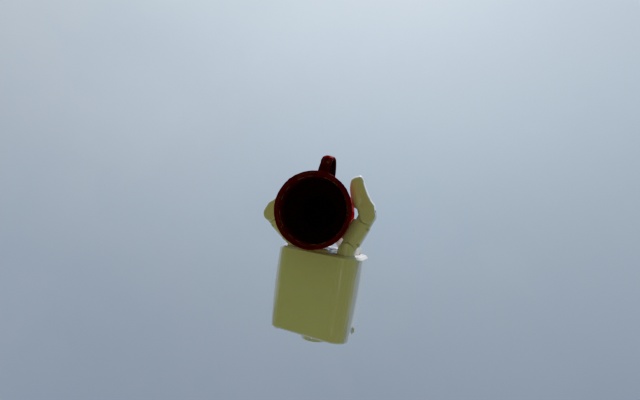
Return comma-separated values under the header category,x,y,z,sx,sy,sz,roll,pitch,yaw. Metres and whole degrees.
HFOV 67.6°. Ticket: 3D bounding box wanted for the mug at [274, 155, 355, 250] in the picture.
category,x,y,z,sx,sy,sz,roll,pitch,yaw
mug,0.000,0.001,0.591,0.093,0.117,0.081,9,-2,11
